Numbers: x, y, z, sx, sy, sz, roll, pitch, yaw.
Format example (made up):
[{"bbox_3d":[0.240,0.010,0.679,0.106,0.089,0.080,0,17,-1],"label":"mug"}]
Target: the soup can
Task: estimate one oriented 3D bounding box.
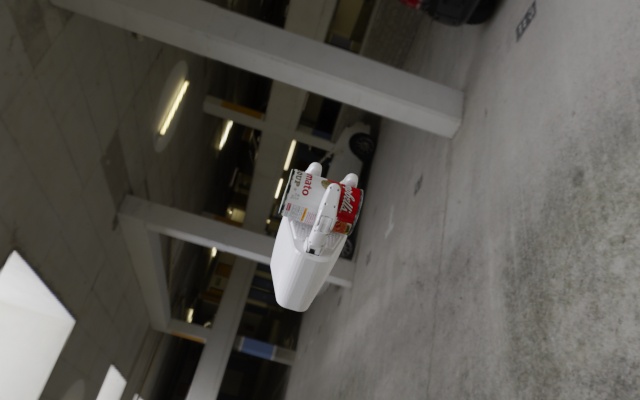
[{"bbox_3d":[0.000,0.002,0.660,0.102,0.068,0.068,17,-2,-5],"label":"soup can"}]
